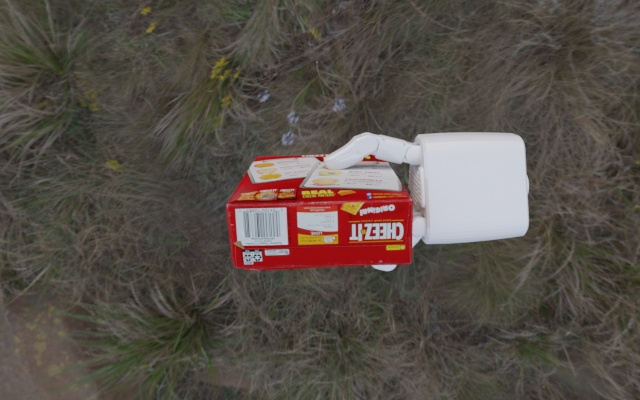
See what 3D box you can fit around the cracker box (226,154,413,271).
[{"bbox_3d":[0.000,0.002,0.518,0.164,0.072,0.213,-2,16,0],"label":"cracker box"}]
